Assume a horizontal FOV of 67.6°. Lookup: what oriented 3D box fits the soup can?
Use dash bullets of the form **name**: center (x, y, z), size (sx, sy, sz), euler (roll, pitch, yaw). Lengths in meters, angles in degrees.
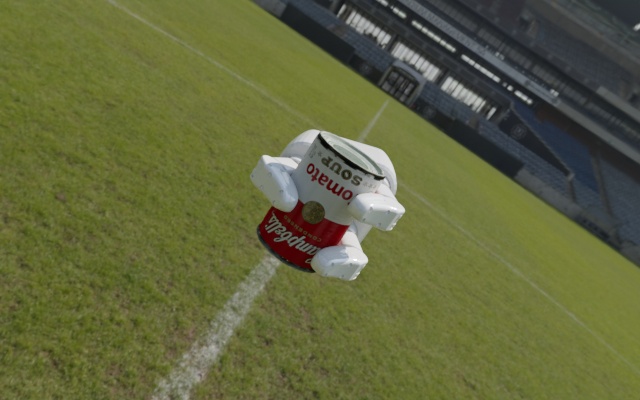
- **soup can**: center (0.000, 0.001, 0.406), size (0.068, 0.102, 0.068), euler (31, 18, -11)
